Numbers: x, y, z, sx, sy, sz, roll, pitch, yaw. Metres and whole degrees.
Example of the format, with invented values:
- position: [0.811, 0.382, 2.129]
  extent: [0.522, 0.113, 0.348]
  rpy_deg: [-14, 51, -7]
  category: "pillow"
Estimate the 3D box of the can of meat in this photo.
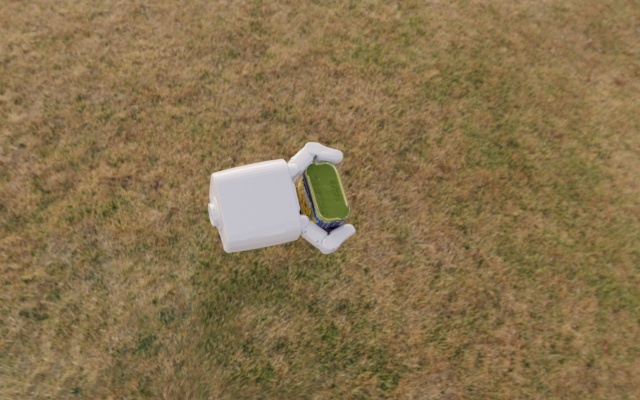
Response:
- position: [0.000, 0.002, 0.721]
  extent: [0.057, 0.102, 0.084]
  rpy_deg: [-10, -21, -19]
  category: "can of meat"
